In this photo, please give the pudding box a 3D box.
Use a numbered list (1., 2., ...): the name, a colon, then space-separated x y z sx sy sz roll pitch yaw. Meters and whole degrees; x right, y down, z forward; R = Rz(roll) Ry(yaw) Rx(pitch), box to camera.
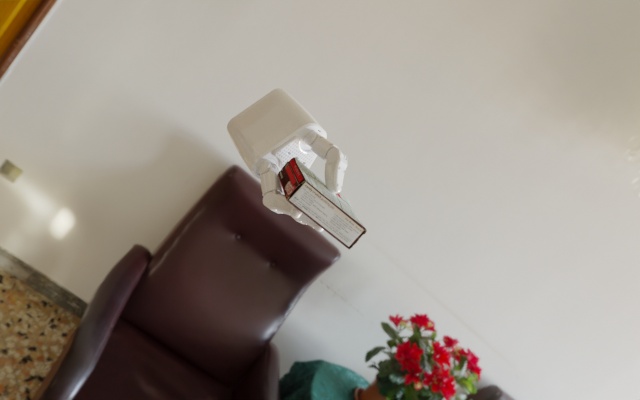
1. pudding box: 0.000 0.002 0.618 0.113 0.039 0.090 37 12 -24
